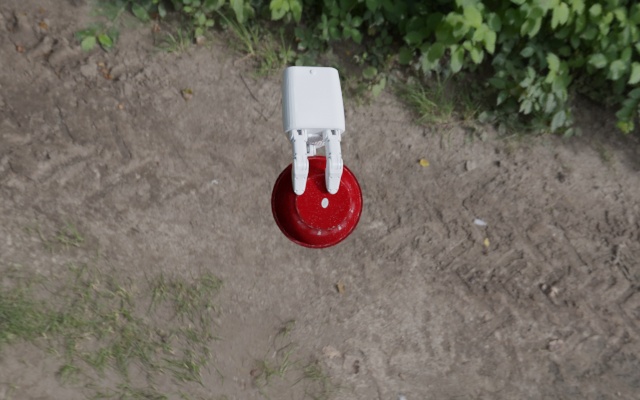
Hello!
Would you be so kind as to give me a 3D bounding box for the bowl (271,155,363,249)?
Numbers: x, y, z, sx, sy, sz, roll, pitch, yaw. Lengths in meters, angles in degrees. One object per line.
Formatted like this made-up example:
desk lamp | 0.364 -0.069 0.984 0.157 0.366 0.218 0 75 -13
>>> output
bowl | 0.001 0.004 0.797 0.162 0.162 0.055 0 0 -11
